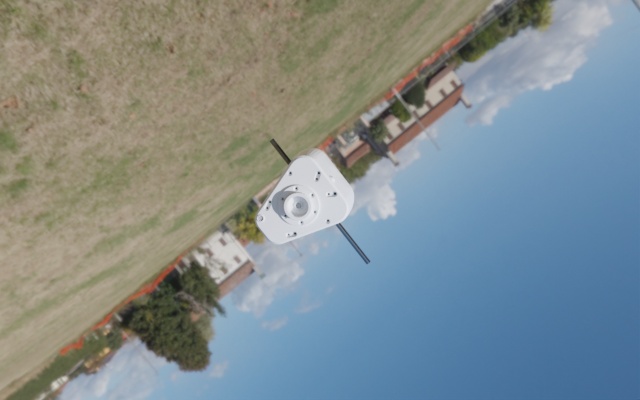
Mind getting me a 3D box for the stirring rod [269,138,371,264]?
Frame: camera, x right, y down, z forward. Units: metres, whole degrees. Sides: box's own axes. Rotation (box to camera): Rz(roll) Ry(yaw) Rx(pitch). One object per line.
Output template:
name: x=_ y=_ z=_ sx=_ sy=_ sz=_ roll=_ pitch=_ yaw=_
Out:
stirring rod: x=0.000 y=0.002 z=0.732 sx=0.011 sy=0.239 sz=0.011 roll=-38 pitch=4 yaw=3
